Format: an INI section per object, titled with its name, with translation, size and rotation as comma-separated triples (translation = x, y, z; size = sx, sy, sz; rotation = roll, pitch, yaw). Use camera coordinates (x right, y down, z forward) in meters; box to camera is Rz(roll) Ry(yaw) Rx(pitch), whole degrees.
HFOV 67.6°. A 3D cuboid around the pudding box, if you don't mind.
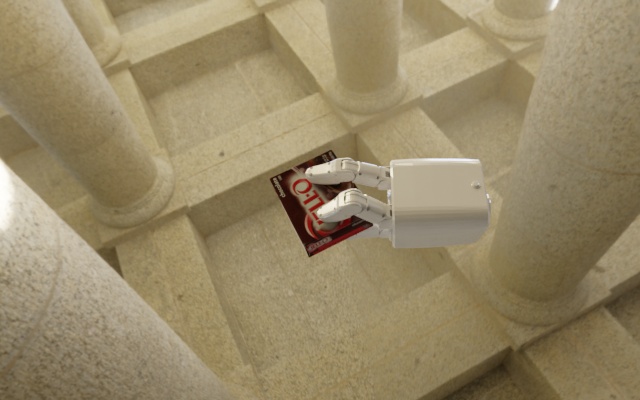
[pudding box]
translation = 0.000, 0.002, 0.588
size = 0.090, 0.113, 0.039
rotation = -26, -35, -8
